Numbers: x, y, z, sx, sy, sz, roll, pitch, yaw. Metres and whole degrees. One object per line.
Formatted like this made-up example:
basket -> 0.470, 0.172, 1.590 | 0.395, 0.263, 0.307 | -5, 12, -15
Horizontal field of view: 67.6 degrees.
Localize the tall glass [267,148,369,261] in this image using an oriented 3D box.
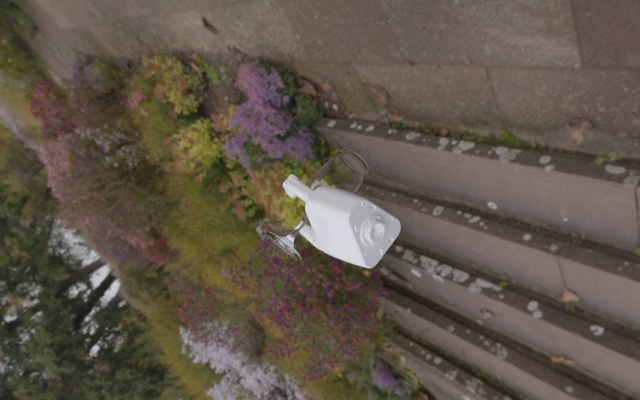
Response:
tall glass -> 0.000, 0.003, 0.819 | 0.079, 0.201, 0.079 | 36, -17, 13
